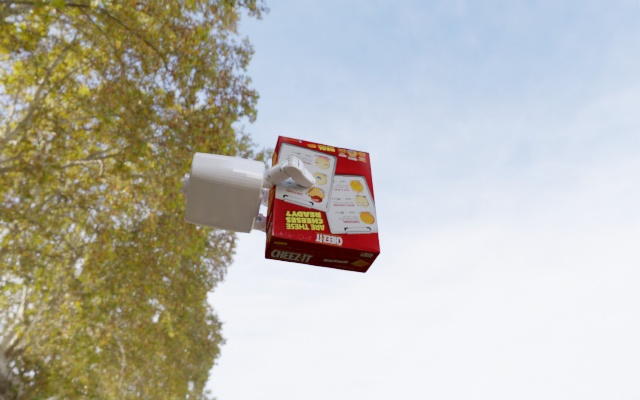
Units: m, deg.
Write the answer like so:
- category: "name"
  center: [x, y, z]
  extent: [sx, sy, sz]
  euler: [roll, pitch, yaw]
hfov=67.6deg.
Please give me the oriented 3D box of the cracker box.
- category: "cracker box"
  center: [0.000, 0.002, 0.765]
  extent: [0.164, 0.213, 0.072]
  euler: [10, -42, -12]
